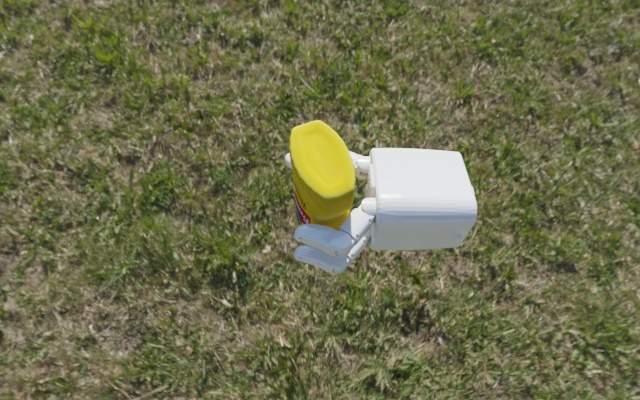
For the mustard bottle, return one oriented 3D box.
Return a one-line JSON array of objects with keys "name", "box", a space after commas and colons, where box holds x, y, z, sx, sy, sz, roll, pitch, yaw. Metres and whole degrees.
[{"name": "mustard bottle", "box": [0.000, 0.002, 0.548, 0.058, 0.096, 0.192, -21, -26, -11]}]
